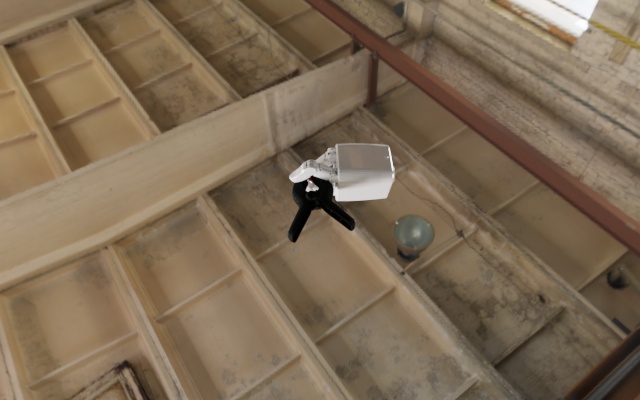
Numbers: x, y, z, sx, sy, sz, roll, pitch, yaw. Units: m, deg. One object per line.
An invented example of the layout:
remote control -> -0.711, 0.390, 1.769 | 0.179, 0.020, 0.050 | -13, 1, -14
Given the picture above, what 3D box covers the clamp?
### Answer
clamp -> 0.000, 0.003, 0.886 | 0.120, 0.171, 0.039 | -1, -39, -1
